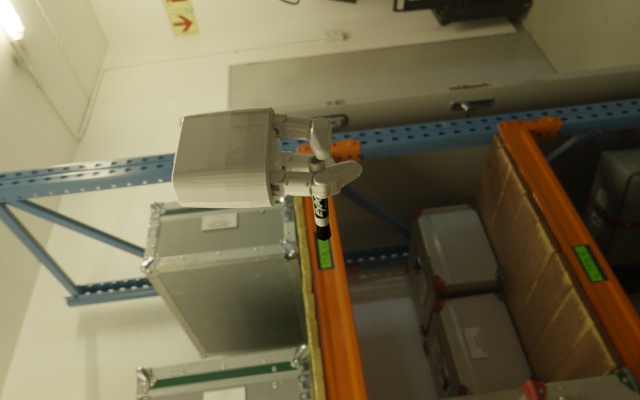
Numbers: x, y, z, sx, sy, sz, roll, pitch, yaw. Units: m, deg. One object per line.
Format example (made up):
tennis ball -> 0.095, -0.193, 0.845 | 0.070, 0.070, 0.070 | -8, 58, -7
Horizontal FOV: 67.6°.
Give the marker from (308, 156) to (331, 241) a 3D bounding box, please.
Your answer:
marker -> 0.000, 0.002, 0.551 | 0.020, 0.121, 0.020 | -3, 41, 3
